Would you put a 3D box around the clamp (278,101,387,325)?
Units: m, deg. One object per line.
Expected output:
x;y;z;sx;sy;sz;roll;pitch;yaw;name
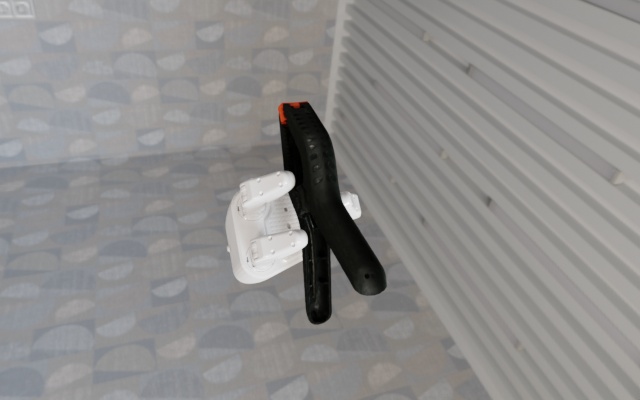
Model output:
0.001;0.001;0.419;0.036;0.210;0.164;-7;-12;-19;clamp
